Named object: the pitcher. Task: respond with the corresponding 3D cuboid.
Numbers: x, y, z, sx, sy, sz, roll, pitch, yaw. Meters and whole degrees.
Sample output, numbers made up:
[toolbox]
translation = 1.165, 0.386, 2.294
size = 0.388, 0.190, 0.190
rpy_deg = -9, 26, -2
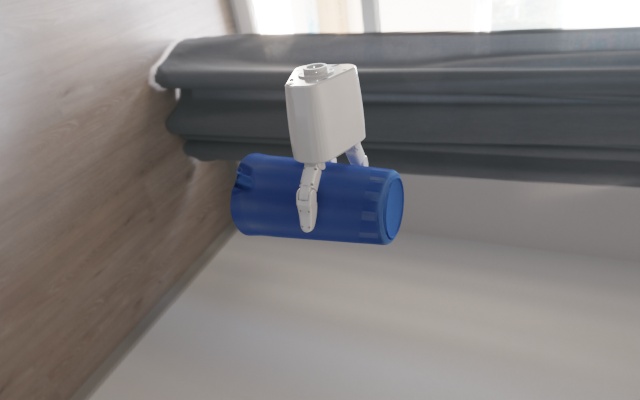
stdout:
[pitcher]
translation = 0.000, 0.002, 0.730
size = 0.243, 0.145, 0.149
rpy_deg = 6, 30, 25
